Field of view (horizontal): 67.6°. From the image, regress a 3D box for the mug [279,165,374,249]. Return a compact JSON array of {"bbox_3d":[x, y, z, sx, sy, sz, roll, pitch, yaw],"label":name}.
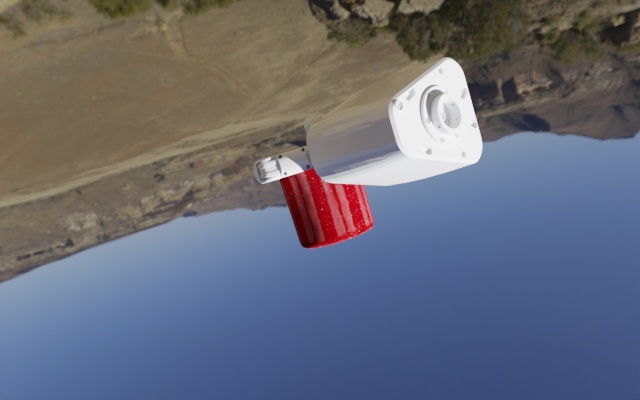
[{"bbox_3d":[-0.001,0.002,0.511,0.093,0.081,0.117,-20,5,-36],"label":"mug"}]
